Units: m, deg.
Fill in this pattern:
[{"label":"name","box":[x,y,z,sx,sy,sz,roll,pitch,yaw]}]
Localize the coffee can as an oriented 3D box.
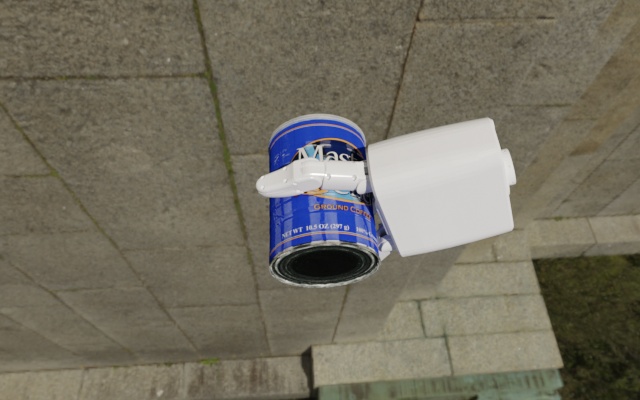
[{"label":"coffee can","box":[0.000,0.001,0.469,0.103,0.140,0.103,-3,-30,-2]}]
